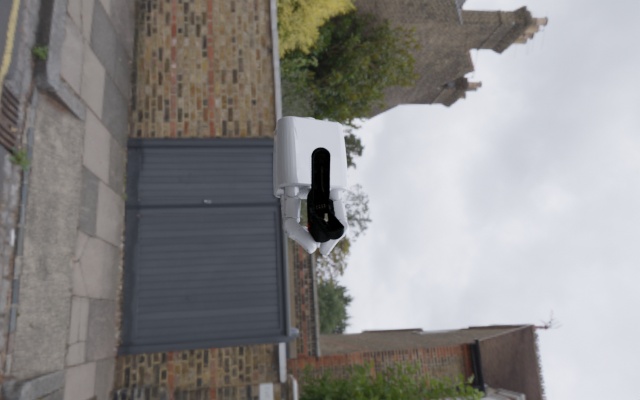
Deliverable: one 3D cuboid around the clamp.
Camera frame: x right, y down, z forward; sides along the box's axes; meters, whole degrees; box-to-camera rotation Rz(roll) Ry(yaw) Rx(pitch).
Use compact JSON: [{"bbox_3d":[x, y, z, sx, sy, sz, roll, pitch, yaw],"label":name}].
[{"bbox_3d":[0.001,0.002,0.657,0.039,0.120,0.171,-1,-11,-10],"label":"clamp"}]
